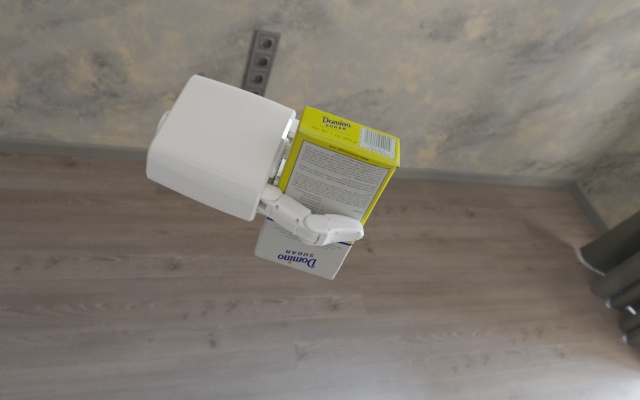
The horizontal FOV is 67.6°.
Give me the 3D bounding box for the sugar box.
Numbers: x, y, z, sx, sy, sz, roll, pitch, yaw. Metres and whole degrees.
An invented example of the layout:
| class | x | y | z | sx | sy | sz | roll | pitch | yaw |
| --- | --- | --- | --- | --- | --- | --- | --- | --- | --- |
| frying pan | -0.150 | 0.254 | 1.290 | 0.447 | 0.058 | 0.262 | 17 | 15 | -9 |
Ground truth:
| class | x | y | z | sx | sy | sz | roll | pitch | yaw |
| --- | --- | --- | --- | --- | --- | --- | --- | --- | --- |
| sugar box | 0.000 | 0.001 | 0.469 | 0.093 | 0.048 | 0.176 | 19 | -45 | -7 |
